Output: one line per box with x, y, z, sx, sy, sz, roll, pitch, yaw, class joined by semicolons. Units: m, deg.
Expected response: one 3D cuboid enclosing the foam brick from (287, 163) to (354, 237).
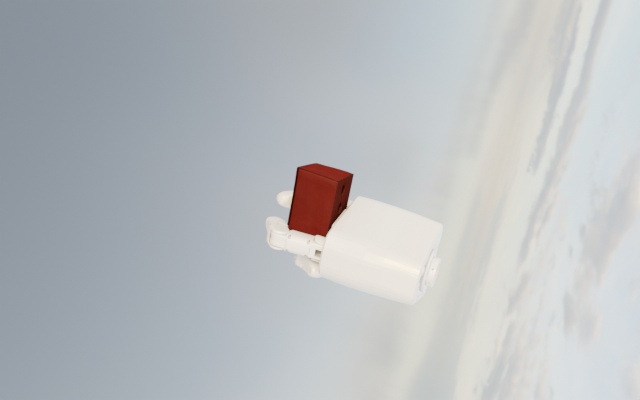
0.000;0.002;0.546;0.051;0.078;0.053;17;18;20;foam brick
